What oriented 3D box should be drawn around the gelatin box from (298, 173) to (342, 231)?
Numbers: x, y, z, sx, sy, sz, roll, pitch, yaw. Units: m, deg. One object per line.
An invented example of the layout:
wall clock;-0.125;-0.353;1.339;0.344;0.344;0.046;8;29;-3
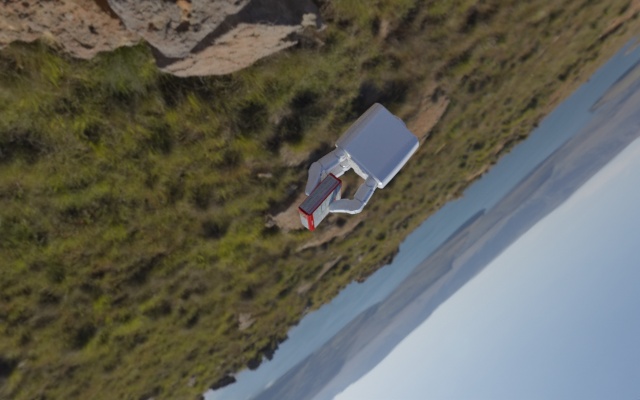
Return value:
gelatin box;0.000;0.003;0.849;0.030;0.089;0.073;36;-18;16
